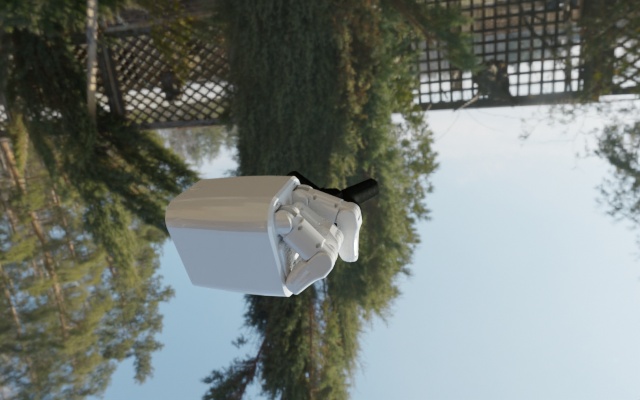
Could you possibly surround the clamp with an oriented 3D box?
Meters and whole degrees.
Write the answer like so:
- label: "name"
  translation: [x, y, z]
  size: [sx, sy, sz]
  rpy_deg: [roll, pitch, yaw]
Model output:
- label: "clamp"
  translation: [0.000, 0.002, 0.554]
  size: [0.120, 0.039, 0.171]
  rpy_deg: [3, 19, 13]
